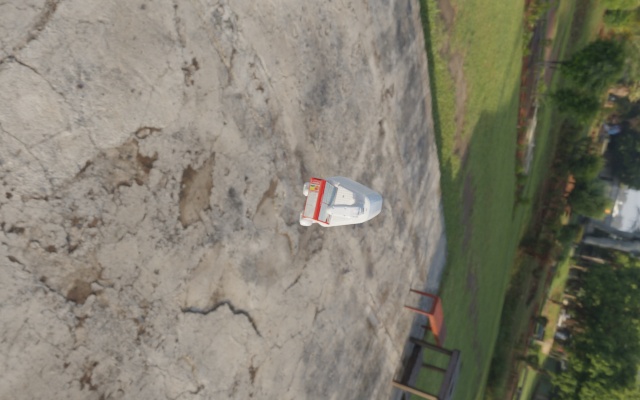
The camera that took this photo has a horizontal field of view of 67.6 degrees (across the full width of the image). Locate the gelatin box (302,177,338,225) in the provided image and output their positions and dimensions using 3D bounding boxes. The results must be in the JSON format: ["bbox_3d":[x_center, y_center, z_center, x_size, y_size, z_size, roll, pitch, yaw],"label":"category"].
[{"bbox_3d":[0.000,0.003,0.859,0.030,0.073,0.089,11,-4,18],"label":"gelatin box"}]
